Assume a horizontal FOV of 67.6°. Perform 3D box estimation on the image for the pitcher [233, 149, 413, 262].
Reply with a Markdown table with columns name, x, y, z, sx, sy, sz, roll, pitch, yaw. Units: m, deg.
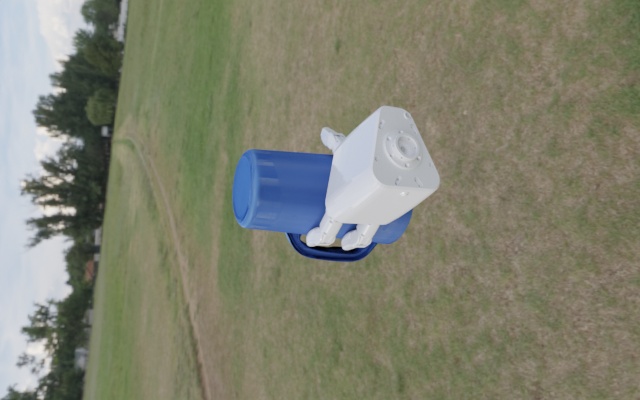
| name | x | y | z | sx | sy | sz | roll | pitch | yaw |
| --- | --- | --- | --- | --- | --- | --- | --- | --- | --- |
| pitcher | 0.000 | 0.002 | 0.697 | 0.243 | 0.149 | 0.145 | 5 | -21 | -25 |
